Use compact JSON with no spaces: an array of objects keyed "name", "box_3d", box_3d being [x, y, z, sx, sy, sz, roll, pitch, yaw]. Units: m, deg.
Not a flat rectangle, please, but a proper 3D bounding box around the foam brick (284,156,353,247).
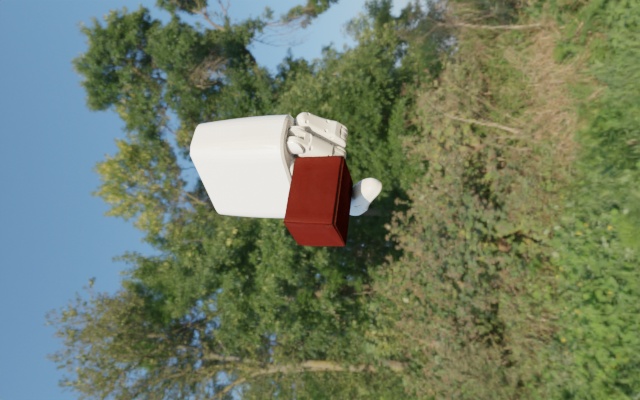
[{"name":"foam brick","box_3d":[0.000,0.002,0.479,0.051,0.078,0.053,0,-30,16]}]
